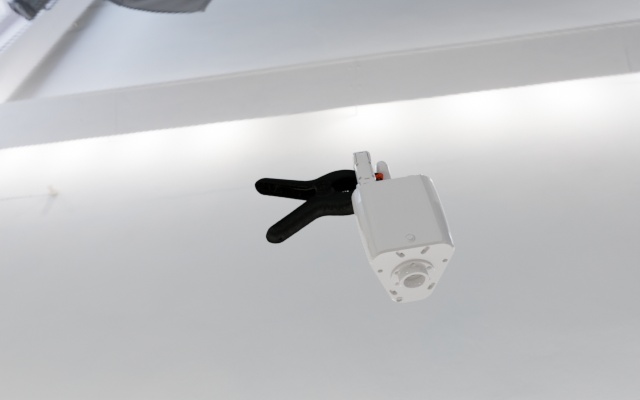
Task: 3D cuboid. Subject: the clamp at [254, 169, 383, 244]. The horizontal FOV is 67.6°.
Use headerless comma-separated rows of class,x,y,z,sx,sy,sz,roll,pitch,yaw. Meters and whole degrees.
clamp,0.000,0.002,0.608,0.171,0.039,0.120,-9,45,1
